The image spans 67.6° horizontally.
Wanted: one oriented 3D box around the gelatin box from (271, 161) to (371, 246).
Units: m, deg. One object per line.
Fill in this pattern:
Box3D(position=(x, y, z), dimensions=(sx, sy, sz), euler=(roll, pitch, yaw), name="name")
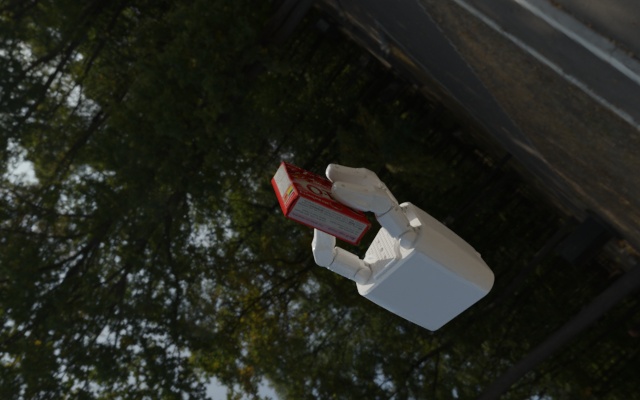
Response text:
Box3D(position=(0.000, 0.002, 0.484), dimensions=(0.089, 0.030, 0.073), euler=(23, 21, -27), name="gelatin box")
